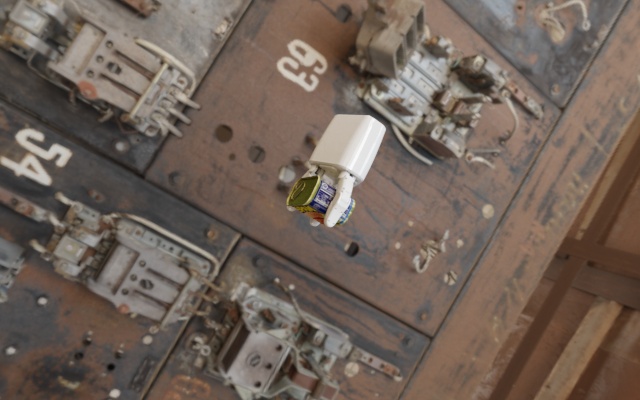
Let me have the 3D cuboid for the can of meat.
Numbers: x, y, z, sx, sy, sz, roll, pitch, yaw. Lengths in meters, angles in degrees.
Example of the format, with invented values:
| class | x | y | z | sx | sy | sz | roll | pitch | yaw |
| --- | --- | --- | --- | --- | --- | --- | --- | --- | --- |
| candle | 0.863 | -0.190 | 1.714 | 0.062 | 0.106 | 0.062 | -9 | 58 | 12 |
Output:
| class | x | y | z | sx | sy | sz | roll | pitch | yaw |
| --- | --- | --- | --- | --- | --- | --- | --- | --- | --- |
| can of meat | 0.000 | 0.003 | 0.841 | 0.084 | 0.057 | 0.102 | 31 | -15 | -22 |
